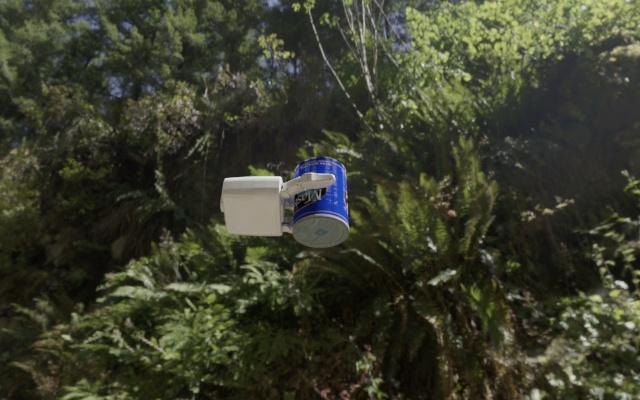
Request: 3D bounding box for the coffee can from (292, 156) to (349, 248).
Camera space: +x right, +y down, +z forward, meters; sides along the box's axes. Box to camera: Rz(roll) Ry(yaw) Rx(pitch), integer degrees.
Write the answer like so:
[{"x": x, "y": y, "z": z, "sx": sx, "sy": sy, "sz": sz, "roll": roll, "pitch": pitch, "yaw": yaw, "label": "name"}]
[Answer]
[{"x": 0.000, "y": 0.003, "z": 0.897, "sx": 0.103, "sy": 0.140, "sz": 0.103, "roll": 0, "pitch": -37, "yaw": 0, "label": "coffee can"}]
